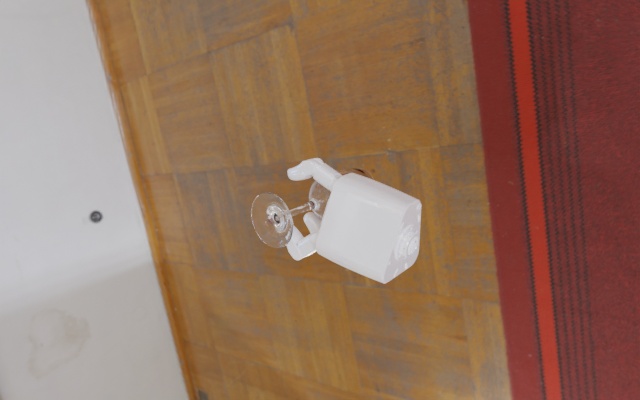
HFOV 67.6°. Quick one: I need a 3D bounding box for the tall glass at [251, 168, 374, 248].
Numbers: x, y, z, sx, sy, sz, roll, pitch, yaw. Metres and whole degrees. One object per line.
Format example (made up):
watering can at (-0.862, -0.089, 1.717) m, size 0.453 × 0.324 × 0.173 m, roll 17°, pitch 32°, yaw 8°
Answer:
tall glass at (0.000, 0.002, 0.684) m, size 0.079 × 0.079 × 0.201 m, roll 0°, pitch 14°, yaw 41°
